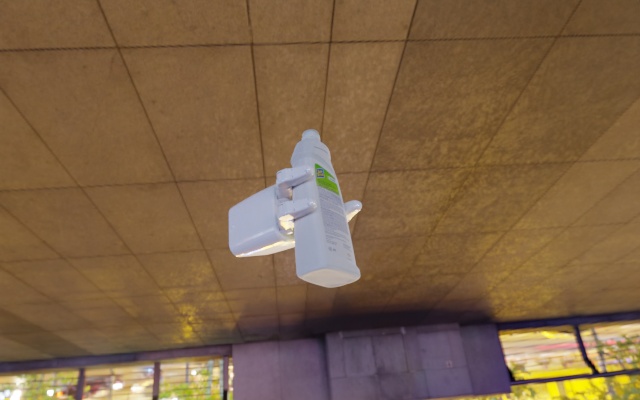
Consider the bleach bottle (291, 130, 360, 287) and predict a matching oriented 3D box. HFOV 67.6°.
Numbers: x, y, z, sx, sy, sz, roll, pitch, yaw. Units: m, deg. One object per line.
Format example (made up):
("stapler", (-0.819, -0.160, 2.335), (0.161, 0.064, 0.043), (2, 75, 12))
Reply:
("bleach bottle", (0.000, 0.002, 0.751), (0.068, 0.250, 0.102), (-23, -32, 30))
